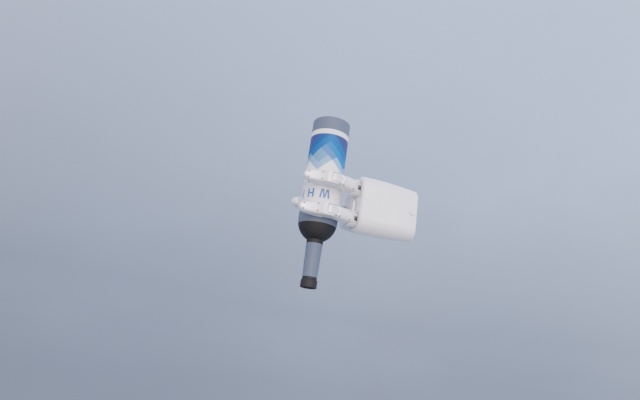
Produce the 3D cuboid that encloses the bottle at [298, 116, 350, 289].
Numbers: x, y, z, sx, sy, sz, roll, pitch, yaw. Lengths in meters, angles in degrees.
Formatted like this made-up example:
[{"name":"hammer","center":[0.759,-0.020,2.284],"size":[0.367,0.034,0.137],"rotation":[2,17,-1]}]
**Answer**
[{"name":"bottle","center":[0.000,0.002,0.815],"size":[0.069,0.295,0.069],"rotation":[8,-17,2]}]
